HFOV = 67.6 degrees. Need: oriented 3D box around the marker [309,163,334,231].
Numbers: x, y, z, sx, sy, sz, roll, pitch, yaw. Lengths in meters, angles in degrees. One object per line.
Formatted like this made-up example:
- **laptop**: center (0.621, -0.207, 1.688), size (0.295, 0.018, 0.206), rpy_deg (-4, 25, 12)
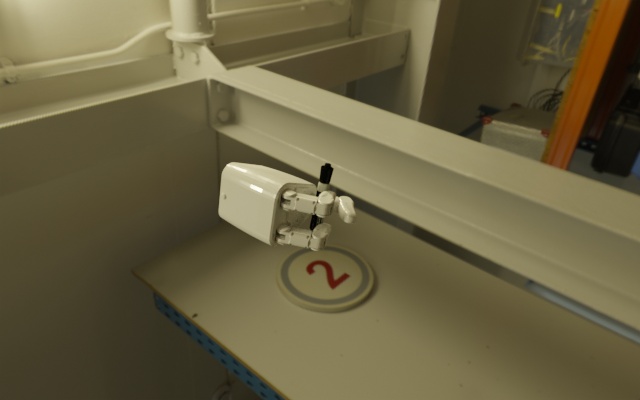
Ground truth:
- **marker**: center (0.000, 0.002, 0.705), size (0.020, 0.121, 0.020), rpy_deg (9, 23, -4)
